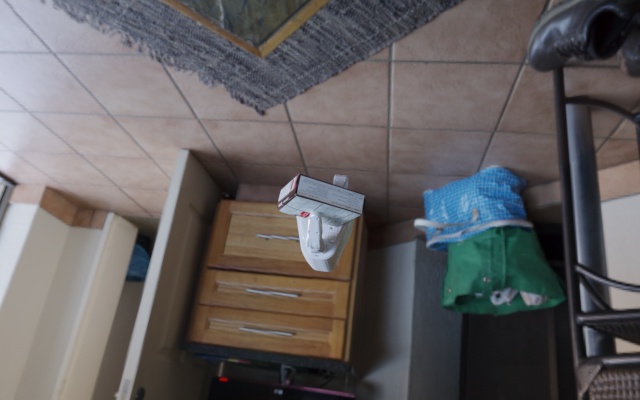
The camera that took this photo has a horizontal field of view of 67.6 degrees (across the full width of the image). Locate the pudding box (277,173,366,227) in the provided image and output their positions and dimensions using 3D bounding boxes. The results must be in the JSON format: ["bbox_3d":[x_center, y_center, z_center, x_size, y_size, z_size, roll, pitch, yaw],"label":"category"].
[{"bbox_3d":[0.000,0.003,0.737,0.113,0.039,0.090,15,-22,-19],"label":"pudding box"}]
